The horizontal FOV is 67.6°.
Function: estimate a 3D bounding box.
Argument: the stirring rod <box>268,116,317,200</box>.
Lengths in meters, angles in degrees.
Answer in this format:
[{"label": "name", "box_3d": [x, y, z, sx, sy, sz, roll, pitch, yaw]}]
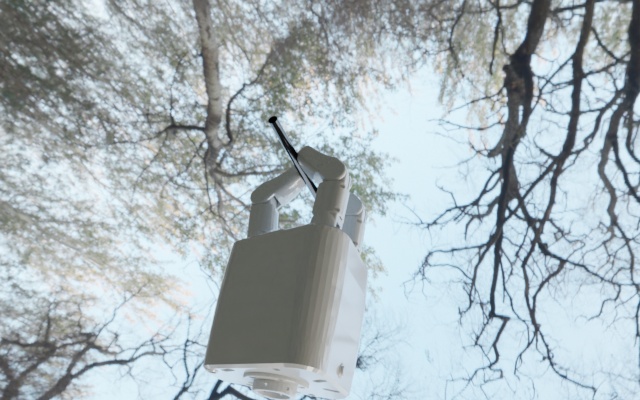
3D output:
[{"label": "stirring rod", "box_3d": [0.000, 0.002, 0.475, 0.011, 0.011, 0.240, 0, -33, 22]}]
